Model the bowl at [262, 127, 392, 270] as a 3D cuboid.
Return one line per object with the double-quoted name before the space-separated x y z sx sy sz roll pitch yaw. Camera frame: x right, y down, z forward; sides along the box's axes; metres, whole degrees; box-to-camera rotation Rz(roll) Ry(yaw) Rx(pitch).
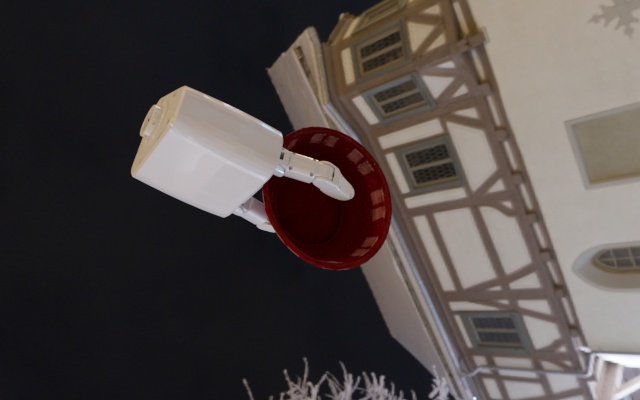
"bowl" 0.001 0.003 0.538 0.162 0.162 0.055 0 -16 -30
